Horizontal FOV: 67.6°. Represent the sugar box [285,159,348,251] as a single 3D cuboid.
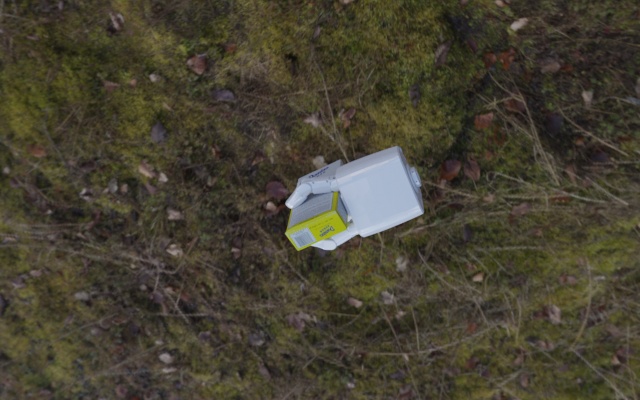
[{"bbox_3d":[0.001,0.003,0.801,0.093,0.048,0.176,-24,24,19],"label":"sugar box"}]
